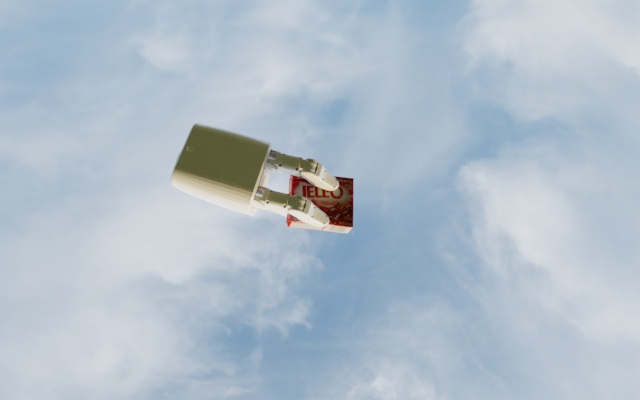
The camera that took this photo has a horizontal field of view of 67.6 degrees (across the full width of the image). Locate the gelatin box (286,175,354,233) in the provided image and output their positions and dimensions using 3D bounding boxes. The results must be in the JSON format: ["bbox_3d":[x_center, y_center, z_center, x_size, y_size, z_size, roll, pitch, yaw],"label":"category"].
[{"bbox_3d":[0.000,0.002,0.652,0.089,0.073,0.030,7,-22,-12],"label":"gelatin box"}]
